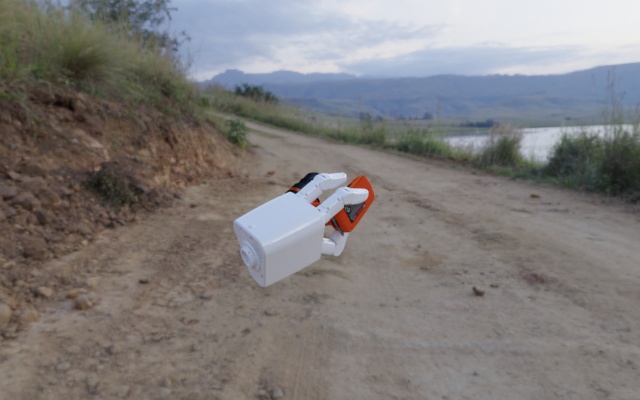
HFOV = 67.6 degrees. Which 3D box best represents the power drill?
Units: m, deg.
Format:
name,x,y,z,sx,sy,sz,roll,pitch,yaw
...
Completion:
name,x,y,z,sx,sy,sz,roll,pitch,yaw
power drill,0.000,0.003,0.847,0.187,0.057,0.184,-7,34,43
